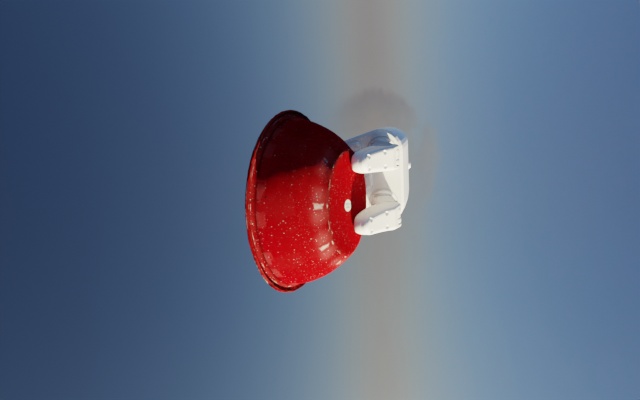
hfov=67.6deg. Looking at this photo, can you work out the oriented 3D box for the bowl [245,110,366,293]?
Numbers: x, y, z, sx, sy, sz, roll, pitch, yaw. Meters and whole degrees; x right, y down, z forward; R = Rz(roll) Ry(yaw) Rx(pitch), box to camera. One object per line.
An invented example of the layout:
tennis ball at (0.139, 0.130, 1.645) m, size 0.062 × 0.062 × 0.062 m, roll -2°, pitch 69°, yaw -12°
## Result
bowl at (0.000, 0.002, 0.416) m, size 0.055 × 0.162 × 0.162 m, roll 2°, pitch 1°, yaw 24°
